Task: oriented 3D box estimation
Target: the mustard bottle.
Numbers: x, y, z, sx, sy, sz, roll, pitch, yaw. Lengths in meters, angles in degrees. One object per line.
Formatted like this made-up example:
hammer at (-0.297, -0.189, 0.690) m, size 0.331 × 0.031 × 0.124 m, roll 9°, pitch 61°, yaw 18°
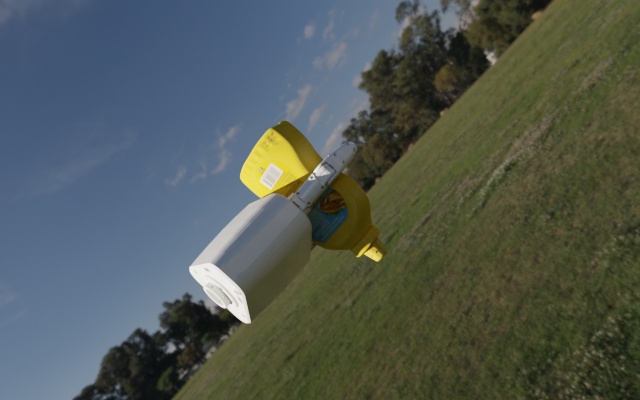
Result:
mustard bottle at (0.000, 0.001, 0.558) m, size 0.096 × 0.191 × 0.058 m, roll -51°, pitch -3°, yaw 38°
